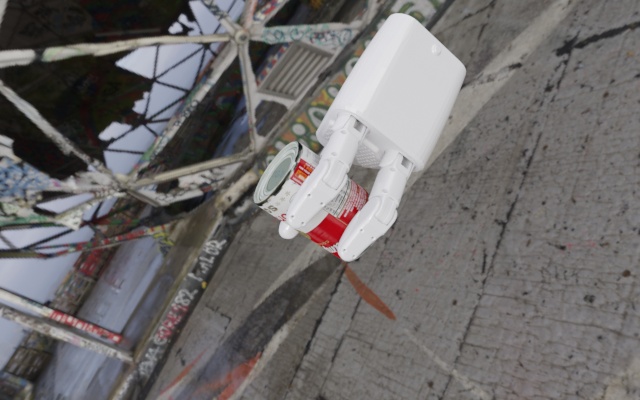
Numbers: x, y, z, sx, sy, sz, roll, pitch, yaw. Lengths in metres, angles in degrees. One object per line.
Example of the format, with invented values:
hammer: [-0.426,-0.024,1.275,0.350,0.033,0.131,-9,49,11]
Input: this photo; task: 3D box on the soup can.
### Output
soup can: [0.000,0.002,0.432,0.102,0.068,0.068,34,-14,-22]
